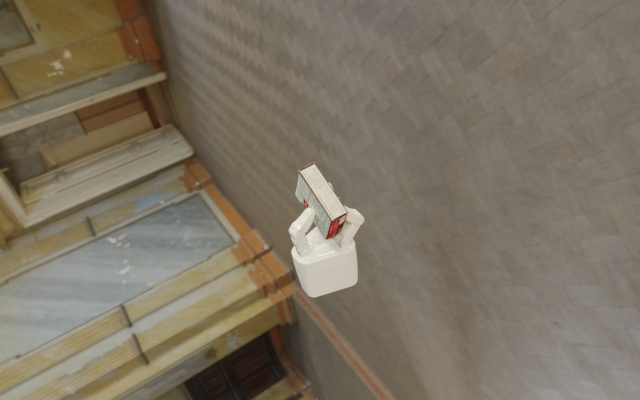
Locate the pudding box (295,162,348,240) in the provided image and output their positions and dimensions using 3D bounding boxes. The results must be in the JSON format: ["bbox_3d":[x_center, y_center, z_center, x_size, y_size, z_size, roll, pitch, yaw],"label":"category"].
[{"bbox_3d":[0.000,0.003,0.840,0.039,0.113,0.090,-29,-19,-19],"label":"pudding box"}]
